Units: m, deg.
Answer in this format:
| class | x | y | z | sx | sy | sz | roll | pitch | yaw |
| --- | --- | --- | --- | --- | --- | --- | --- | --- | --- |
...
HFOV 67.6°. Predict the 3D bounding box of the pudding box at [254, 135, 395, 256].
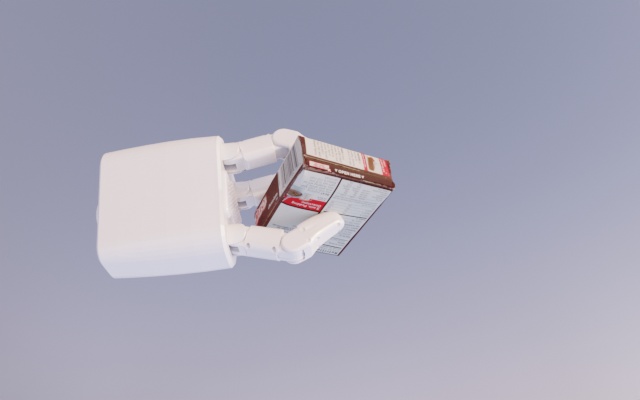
| class | x | y | z | sx | sy | sz | roll | pitch | yaw |
| --- | --- | --- | --- | --- | --- | --- | --- | --- | --- |
| pudding box | 0.000 | 0.002 | 0.433 | 0.090 | 0.039 | 0.113 | 12 | -41 | -23 |
